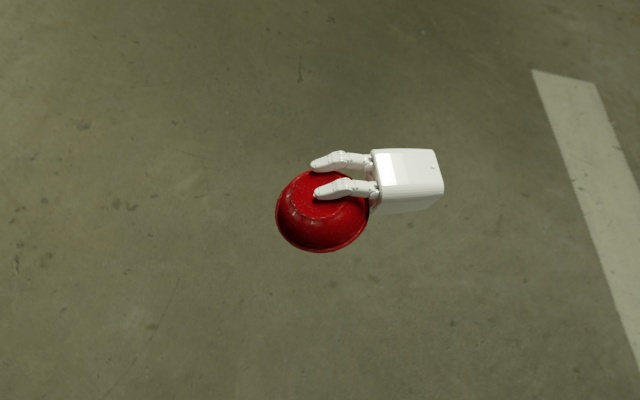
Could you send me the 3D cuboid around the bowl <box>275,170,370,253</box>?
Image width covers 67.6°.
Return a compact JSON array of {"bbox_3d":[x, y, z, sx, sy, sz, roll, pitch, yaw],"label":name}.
[{"bbox_3d":[-0.001,0.003,0.784,0.162,0.162,0.055,0,-31,7],"label":"bowl"}]
